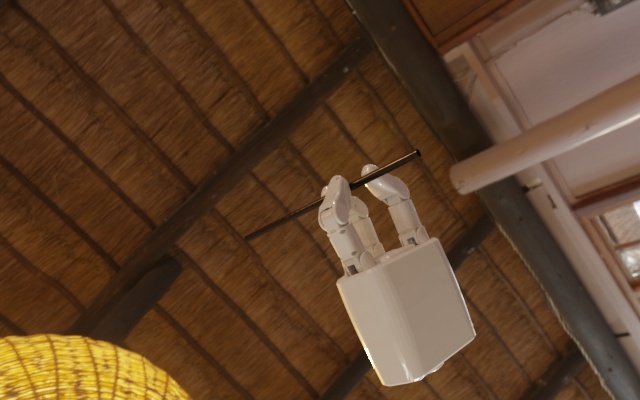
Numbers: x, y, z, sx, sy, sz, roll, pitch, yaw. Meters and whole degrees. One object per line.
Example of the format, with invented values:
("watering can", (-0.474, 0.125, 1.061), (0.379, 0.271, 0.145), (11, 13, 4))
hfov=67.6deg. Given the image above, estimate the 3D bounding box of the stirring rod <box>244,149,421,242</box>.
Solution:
("stirring rod", (0.000, 0.002, 0.494), (0.239, 0.011, 0.011), (-27, -17, 36))
